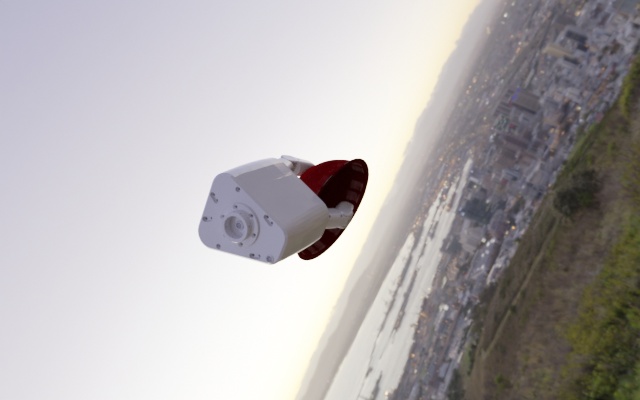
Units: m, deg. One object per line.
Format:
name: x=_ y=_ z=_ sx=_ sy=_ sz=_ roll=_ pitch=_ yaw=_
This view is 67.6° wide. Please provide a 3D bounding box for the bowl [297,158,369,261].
bowl: x=0.000 y=0.002 z=0.668 sx=0.055 sy=0.162 sz=0.162 roll=32 pitch=14 yaw=24
